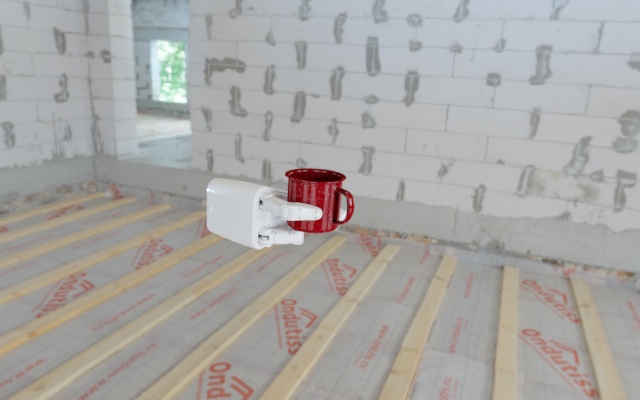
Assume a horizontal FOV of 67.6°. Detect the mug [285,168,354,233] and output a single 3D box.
[{"bbox_3d":[0.001,0.003,0.722,0.117,0.081,0.093,14,19,32],"label":"mug"}]
